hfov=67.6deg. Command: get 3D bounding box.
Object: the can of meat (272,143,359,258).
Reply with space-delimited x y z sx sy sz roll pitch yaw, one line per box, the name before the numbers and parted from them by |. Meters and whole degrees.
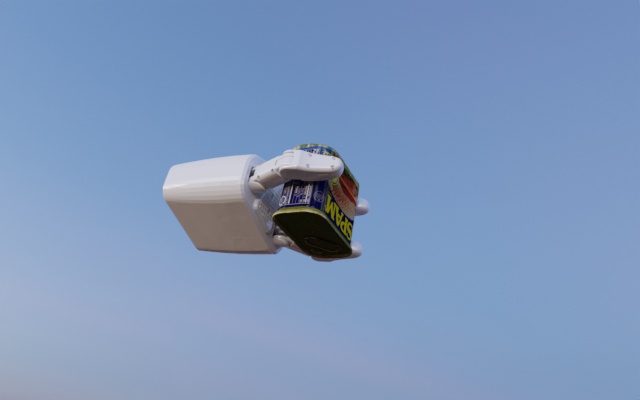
can of meat | 0.000 0.001 0.502 0.057 0.084 0.102 -5 -33 26
